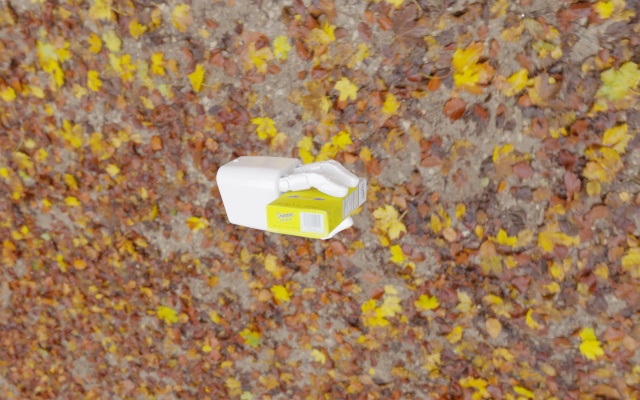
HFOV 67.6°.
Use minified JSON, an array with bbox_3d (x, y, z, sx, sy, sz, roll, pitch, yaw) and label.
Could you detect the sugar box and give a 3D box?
[{"bbox_3d":[0.000,0.002,0.719,0.093,0.048,0.176,6,22,21],"label":"sugar box"}]
